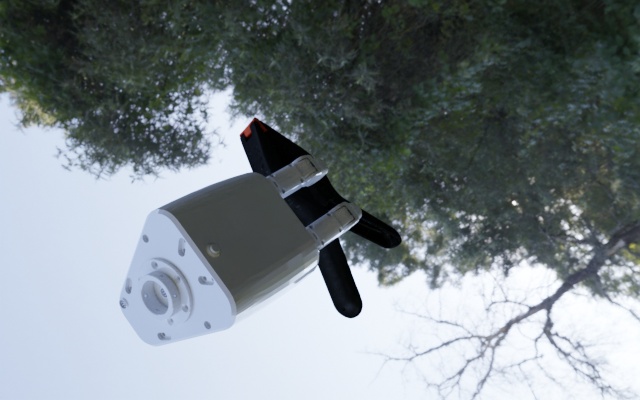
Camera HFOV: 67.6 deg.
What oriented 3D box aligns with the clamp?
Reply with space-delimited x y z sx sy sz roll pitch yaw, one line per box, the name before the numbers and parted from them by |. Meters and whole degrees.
clamp | -0.001 0.002 0.488 0.036 0.210 0.164 -42 -7 29
